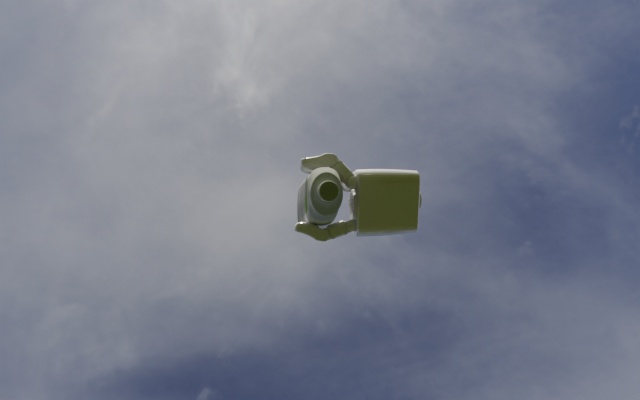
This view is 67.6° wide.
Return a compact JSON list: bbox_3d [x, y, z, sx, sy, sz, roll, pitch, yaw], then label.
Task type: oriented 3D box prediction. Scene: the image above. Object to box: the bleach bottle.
[{"bbox_3d":[0.000,0.003,0.804,0.068,0.102,0.251,-1,-3,-6],"label":"bleach bottle"}]
